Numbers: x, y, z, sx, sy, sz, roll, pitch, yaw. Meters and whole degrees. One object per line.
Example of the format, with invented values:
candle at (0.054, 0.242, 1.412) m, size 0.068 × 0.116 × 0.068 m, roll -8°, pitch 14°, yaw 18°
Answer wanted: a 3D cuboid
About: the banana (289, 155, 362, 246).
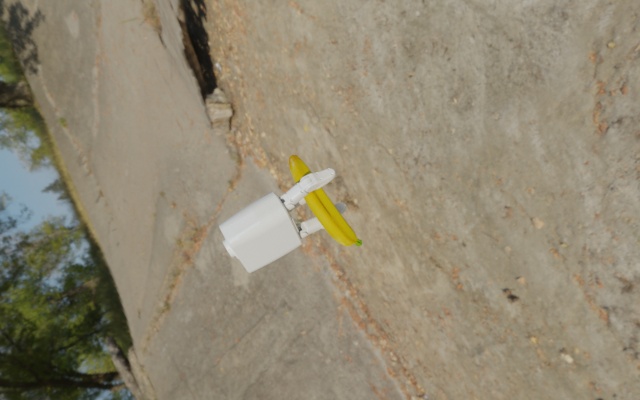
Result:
banana at (0.001, 0.006, 0.803) m, size 0.037 × 0.198 × 0.069 m, roll -36°, pitch 0°, yaw 4°
